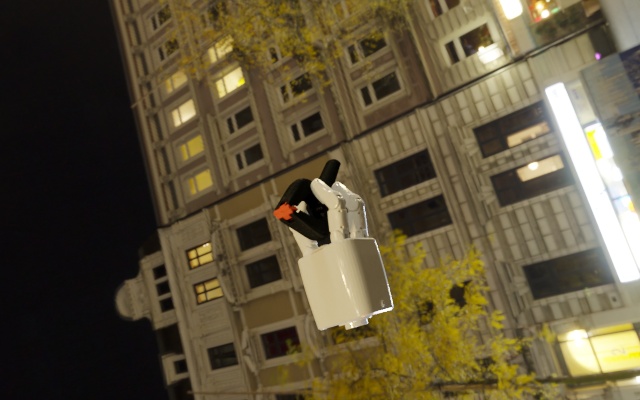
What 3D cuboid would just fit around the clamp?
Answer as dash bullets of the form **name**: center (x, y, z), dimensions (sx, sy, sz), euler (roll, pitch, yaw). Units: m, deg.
- **clamp**: center (-0.001, 0.003, 0.721), dimensions (0.036, 0.164, 0.210), euler (-27, -18, 29)
